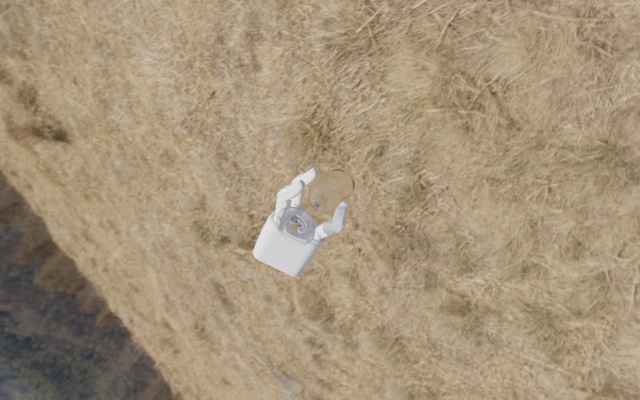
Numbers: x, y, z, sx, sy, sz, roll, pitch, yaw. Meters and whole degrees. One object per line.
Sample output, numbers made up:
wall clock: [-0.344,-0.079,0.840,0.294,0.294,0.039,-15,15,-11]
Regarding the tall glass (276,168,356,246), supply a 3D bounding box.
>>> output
tall glass: [0.000,0.003,0.884,0.079,0.079,0.201,0,25,29]
